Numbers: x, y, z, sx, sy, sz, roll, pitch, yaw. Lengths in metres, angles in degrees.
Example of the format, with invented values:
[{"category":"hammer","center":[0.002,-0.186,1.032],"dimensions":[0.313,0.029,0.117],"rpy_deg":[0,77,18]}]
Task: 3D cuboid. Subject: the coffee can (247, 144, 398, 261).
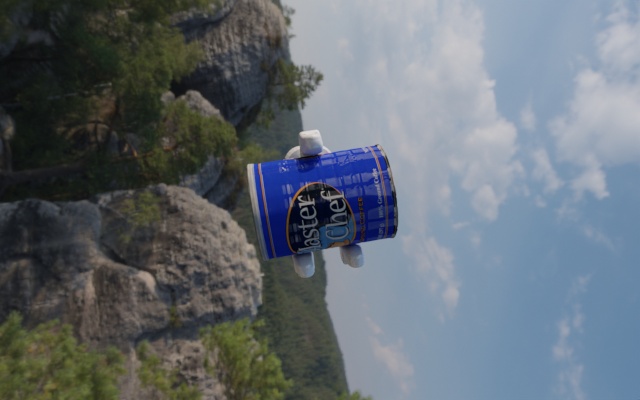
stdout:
[{"category":"coffee can","center":[0.000,0.002,0.505],"dimensions":[0.140,0.103,0.103],"rpy_deg":[-9,1,-5]}]
